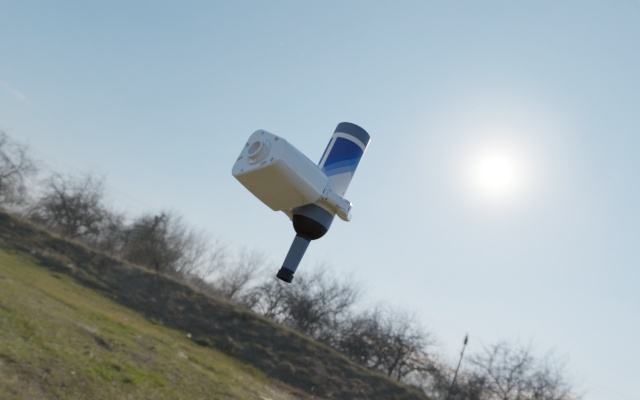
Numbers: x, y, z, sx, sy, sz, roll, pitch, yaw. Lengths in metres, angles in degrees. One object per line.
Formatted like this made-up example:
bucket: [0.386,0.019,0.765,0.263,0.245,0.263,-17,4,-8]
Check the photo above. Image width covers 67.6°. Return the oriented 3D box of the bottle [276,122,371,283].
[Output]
bottle: [0.000,0.003,0.818,0.069,0.295,0.069,23,-19,8]
